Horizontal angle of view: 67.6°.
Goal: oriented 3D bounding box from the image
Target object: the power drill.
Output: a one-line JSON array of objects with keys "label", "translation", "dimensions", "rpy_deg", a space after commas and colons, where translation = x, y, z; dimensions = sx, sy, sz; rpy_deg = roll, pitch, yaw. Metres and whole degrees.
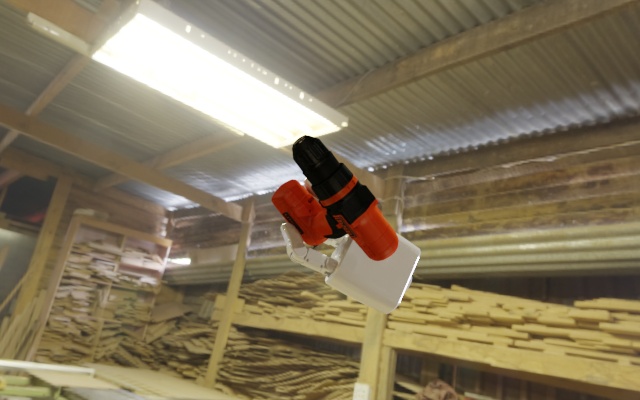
[{"label": "power drill", "translation": [0.000, 0.002, 0.639], "dimensions": [0.057, 0.184, 0.187], "rpy_deg": [-42, 14, -20]}]
